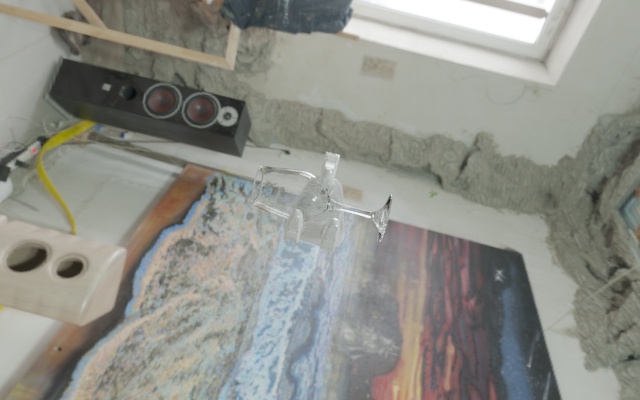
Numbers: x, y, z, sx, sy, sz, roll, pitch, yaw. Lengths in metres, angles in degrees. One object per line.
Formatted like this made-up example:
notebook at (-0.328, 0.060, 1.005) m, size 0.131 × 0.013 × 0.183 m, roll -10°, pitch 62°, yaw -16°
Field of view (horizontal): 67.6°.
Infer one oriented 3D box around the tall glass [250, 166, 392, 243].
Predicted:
tall glass at (0.001, 0.002, 0.715) m, size 0.201 × 0.079 × 0.079 m, roll 15°, pitch 0°, yaw 2°
